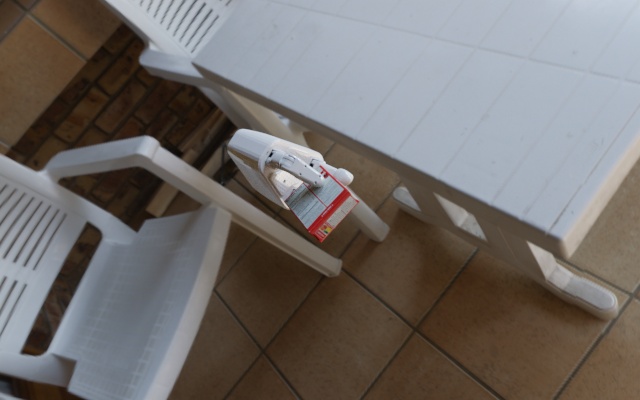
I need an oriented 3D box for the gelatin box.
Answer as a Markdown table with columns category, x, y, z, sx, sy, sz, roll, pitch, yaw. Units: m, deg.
| category | x | y | z | sx | sy | sz | roll | pitch | yaw |
| --- | --- | --- | --- | --- | --- | --- | --- | --- | --- |
| gelatin box | 0.000 | 0.002 | 0.633 | 0.030 | 0.073 | 0.089 | 42 | 3 | -37 |
